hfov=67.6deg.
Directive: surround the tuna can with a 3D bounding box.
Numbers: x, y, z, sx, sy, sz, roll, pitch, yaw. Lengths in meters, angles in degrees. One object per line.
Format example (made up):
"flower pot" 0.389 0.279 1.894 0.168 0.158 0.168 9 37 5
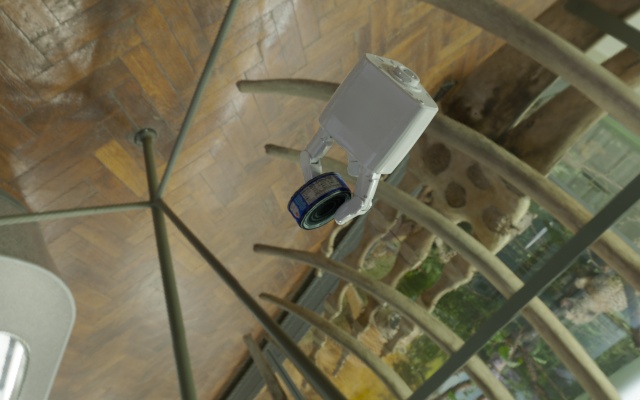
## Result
"tuna can" 0.000 0.003 0.647 0.086 0.033 0.086 -29 -23 -14
